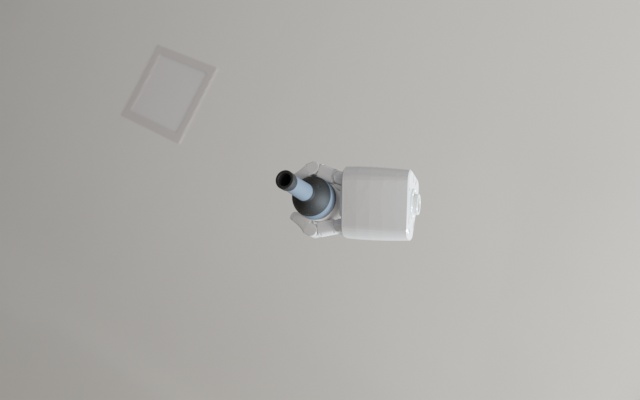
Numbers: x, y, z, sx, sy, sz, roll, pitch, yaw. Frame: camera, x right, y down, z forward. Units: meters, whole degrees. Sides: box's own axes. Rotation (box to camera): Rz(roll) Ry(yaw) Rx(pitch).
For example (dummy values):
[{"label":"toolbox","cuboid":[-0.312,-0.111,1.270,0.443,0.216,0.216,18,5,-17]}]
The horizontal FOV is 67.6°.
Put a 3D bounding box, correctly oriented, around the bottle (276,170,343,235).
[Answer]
[{"label":"bottle","cuboid":[0.000,0.003,0.788,0.069,0.069,0.296,0,-12,20]}]
